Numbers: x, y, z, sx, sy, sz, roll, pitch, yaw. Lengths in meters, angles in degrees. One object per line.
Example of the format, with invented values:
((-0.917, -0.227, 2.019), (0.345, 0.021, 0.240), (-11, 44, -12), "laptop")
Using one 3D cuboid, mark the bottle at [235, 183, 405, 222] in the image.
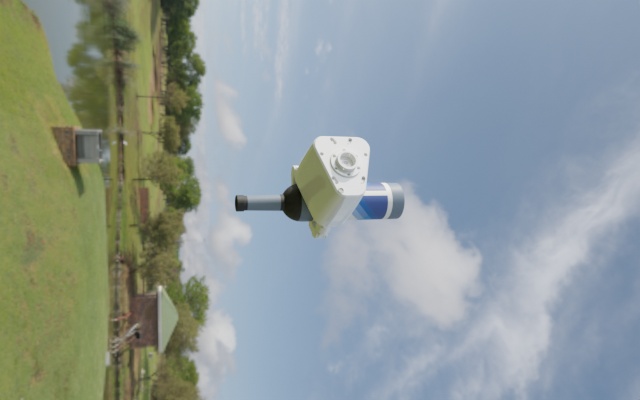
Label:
((0.000, 0.003, 0.834), (0.296, 0.069, 0.069), (-1, 0, -19), "bottle")
